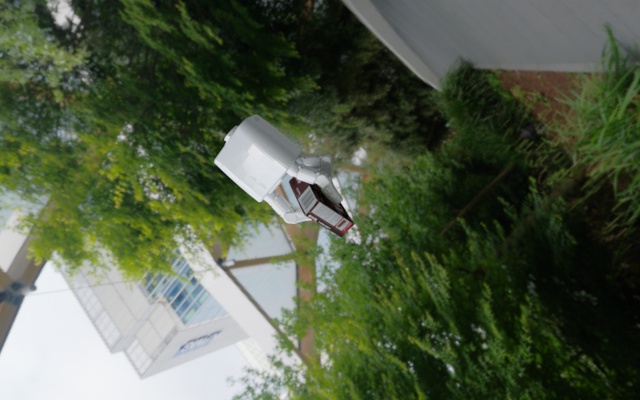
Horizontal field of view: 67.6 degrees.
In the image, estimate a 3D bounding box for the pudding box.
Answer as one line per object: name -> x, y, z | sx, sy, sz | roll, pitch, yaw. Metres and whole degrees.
pudding box -> 0.000, 0.003, 0.818 | 0.090, 0.039, 0.113 | 32, 19, -33
